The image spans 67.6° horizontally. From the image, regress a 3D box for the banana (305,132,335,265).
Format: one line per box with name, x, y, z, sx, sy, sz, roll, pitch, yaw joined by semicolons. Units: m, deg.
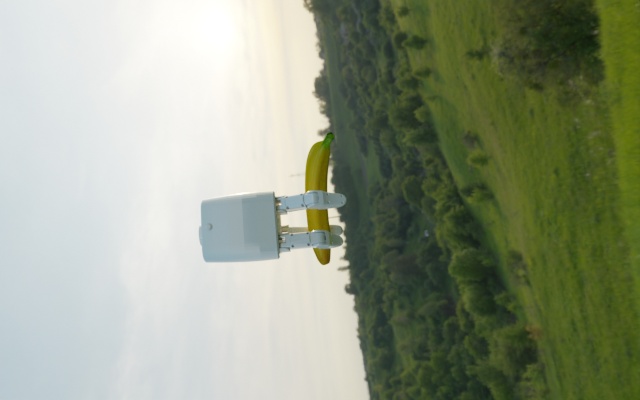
banana;-0.003;-0.003;0.728;0.037;0.198;0.069;-1;8;-10
